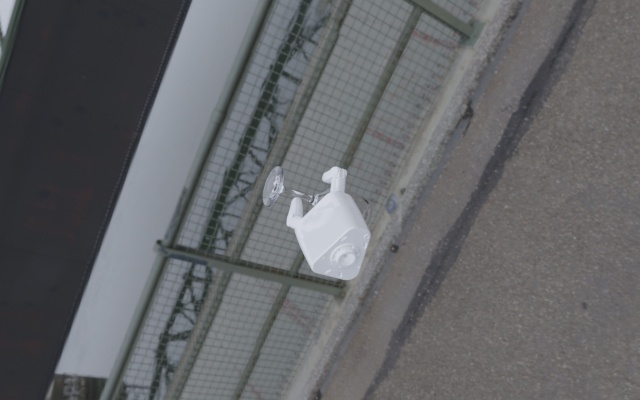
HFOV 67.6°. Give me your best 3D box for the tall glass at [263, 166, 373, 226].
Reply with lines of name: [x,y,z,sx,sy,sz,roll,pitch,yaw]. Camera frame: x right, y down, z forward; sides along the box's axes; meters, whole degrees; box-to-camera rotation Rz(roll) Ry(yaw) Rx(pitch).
tall glass: [0.000,0.003,0.878,0.201,0.079,0.079,18,-9,-28]
